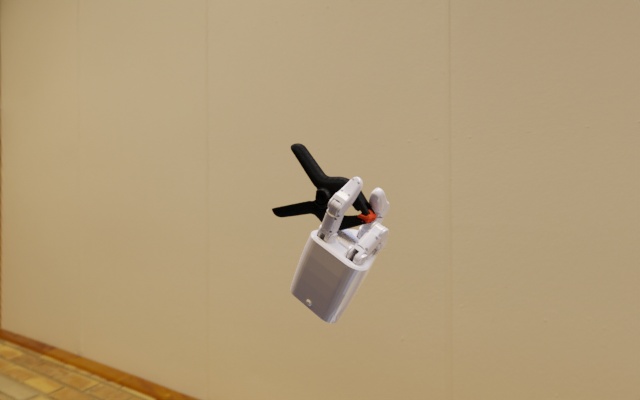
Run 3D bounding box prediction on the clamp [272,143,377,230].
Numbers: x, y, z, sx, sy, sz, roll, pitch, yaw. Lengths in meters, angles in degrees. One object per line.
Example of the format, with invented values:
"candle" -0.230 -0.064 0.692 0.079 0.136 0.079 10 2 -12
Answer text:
"clamp" 0.001 0.002 0.720 0.171 0.120 0.039 35 26 26
